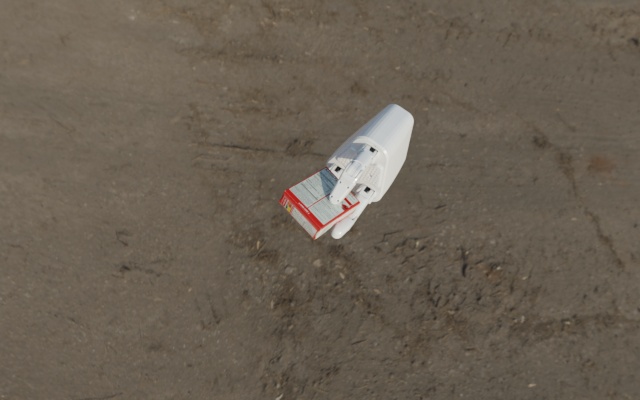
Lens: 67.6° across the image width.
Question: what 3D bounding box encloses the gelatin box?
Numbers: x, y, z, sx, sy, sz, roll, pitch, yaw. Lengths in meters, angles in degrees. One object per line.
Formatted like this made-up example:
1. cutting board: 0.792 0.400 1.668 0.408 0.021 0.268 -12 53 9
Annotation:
1. gelatin box: 0.000 0.002 0.656 0.089 0.073 0.030 -32 -18 -39
